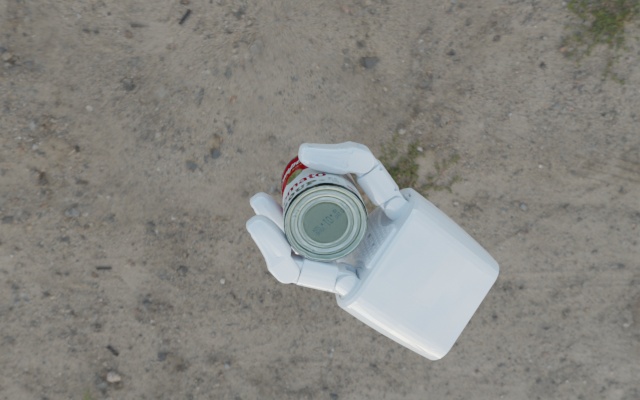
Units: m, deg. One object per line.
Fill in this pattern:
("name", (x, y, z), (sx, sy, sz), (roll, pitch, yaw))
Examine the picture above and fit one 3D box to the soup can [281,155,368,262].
("soup can", (0.000, 0.001, 0.414), (0.068, 0.068, 0.102), (0, 21, -5))
